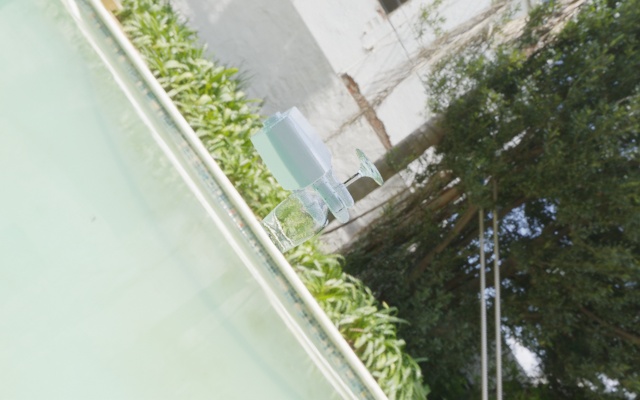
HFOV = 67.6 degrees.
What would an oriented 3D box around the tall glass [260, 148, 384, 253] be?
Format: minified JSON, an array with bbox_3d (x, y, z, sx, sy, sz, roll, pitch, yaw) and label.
[{"bbox_3d":[0.001,0.002,0.778,0.201,0.079,0.079,-36,2,-3],"label":"tall glass"}]
